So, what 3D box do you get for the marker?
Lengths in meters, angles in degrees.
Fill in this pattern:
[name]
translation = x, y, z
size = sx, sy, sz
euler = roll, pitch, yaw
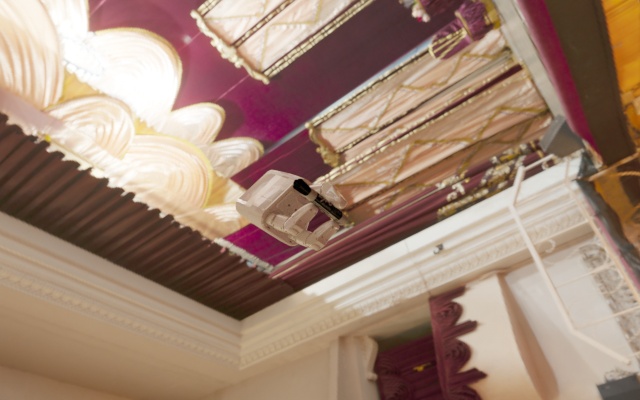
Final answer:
[marker]
translation = 0.000, 0.002, 0.733
size = 0.020, 0.020, 0.121
euler = 0, -30, 45
